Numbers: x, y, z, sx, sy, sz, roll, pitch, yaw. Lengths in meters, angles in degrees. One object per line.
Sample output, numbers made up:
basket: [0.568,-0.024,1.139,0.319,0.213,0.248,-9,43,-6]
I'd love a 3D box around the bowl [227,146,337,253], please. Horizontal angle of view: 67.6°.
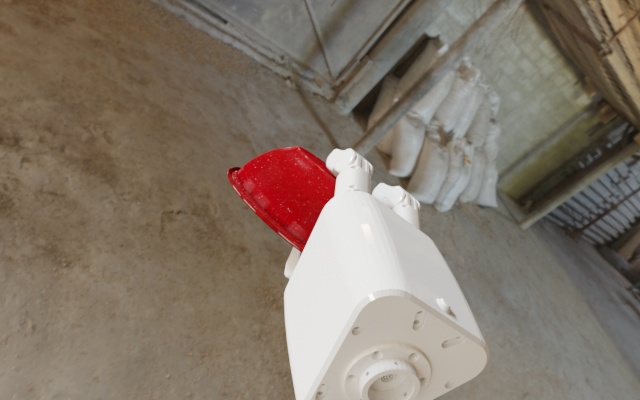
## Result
bowl: [0.000,0.000,0.422,0.162,0.055,0.162,37,8,-6]
